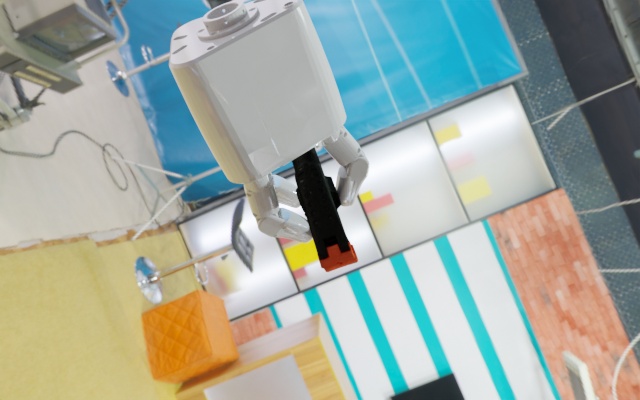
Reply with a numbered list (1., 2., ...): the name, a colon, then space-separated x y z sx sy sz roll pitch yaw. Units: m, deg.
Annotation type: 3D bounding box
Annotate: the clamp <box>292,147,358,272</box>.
1. clamp: 0.001 0.001 0.454 0.036 0.165 0.209 -20 39 1
